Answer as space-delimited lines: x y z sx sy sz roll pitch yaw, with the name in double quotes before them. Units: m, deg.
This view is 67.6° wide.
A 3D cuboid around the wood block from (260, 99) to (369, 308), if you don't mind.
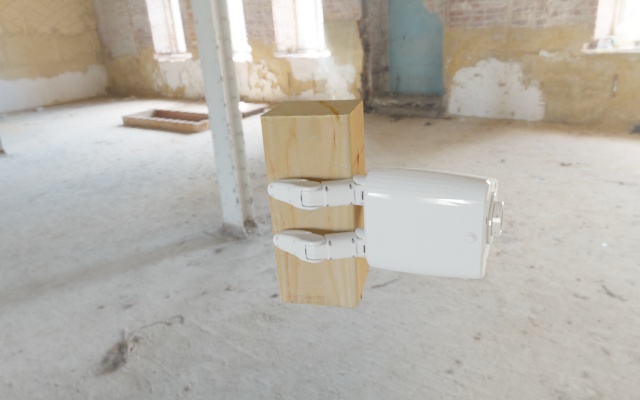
"wood block" 0.001 0.001 0.518 0.090 0.206 0.090 1 21 13
